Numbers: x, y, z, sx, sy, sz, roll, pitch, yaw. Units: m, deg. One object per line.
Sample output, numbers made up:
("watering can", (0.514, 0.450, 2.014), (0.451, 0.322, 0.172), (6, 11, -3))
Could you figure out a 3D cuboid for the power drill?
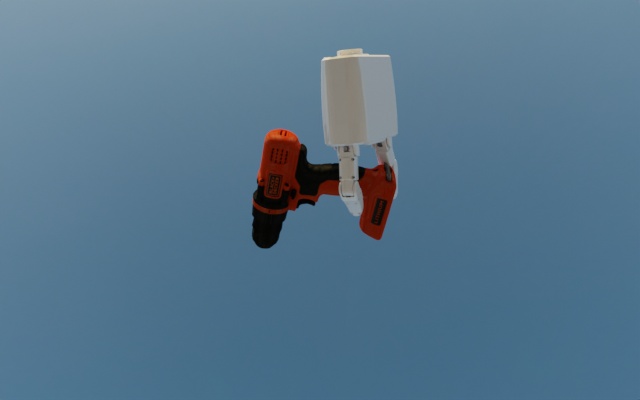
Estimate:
("power drill", (0.001, 0.002, 0.665), (0.187, 0.184, 0.057), (9, 32, -6))
